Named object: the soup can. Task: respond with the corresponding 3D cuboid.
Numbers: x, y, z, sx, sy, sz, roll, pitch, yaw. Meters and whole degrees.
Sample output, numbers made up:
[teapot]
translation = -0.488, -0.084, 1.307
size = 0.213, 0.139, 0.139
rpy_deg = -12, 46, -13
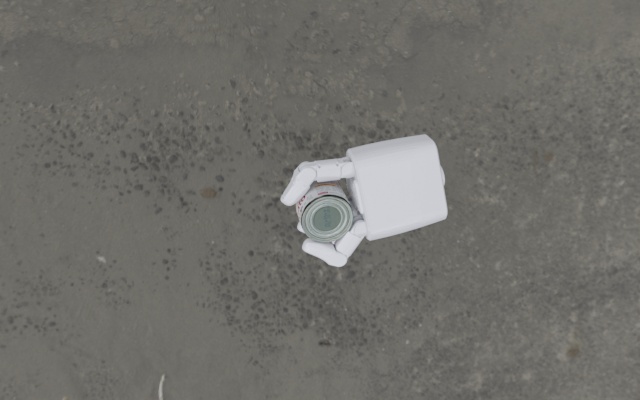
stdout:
[soup can]
translation = 0.000, 0.002, 0.625
size = 0.068, 0.068, 0.102
rpy_deg = 0, 26, -12
